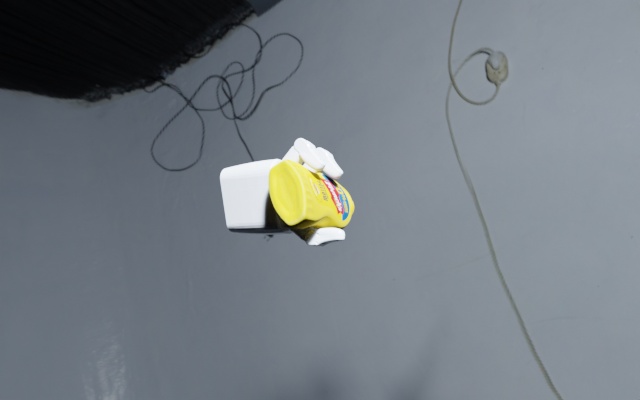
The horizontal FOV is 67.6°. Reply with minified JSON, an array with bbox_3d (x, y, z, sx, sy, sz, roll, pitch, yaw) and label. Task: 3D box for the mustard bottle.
[{"bbox_3d":[0.000,0.002,0.731,0.058,0.096,0.192,-30,-23,22],"label":"mustard bottle"}]
